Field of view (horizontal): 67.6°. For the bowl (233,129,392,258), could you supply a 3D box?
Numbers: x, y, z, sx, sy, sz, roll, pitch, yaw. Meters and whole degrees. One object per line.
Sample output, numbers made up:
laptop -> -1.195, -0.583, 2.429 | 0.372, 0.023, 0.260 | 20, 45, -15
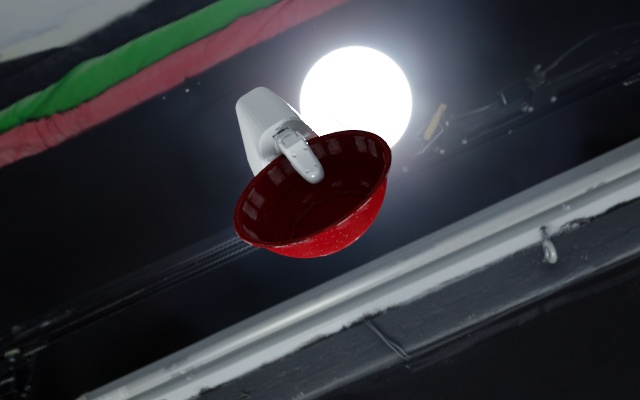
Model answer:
bowl -> 0.000, 0.003, 0.455 | 0.162, 0.055, 0.162 | -21, 33, 15
